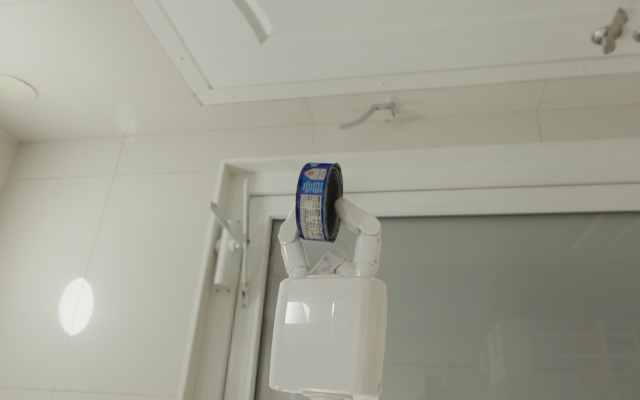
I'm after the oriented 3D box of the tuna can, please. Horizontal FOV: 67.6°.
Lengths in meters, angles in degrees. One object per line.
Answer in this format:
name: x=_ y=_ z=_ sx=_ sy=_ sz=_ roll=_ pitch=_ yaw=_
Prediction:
tuna can: x=0.000 y=0.002 z=0.514 sx=0.034 sy=0.086 sz=0.086 roll=3 pitch=1 yaw=14
